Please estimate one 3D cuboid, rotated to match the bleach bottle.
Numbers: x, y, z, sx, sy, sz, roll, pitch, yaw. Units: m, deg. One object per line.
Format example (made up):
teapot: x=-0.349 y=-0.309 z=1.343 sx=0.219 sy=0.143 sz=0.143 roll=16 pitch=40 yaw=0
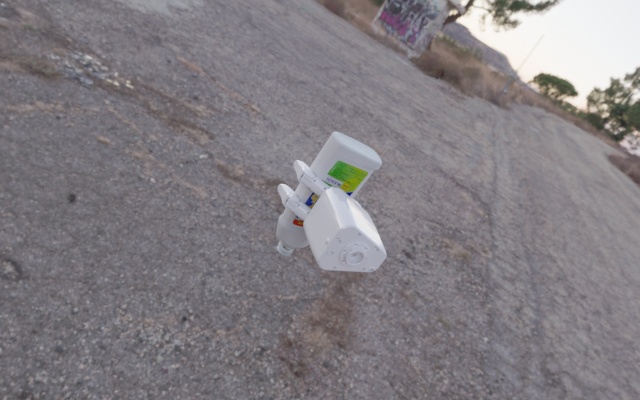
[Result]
bleach bottle: x=0.000 y=0.003 z=0.870 sx=0.102 sy=0.251 sz=0.068 roll=22 pitch=25 yaw=-26
